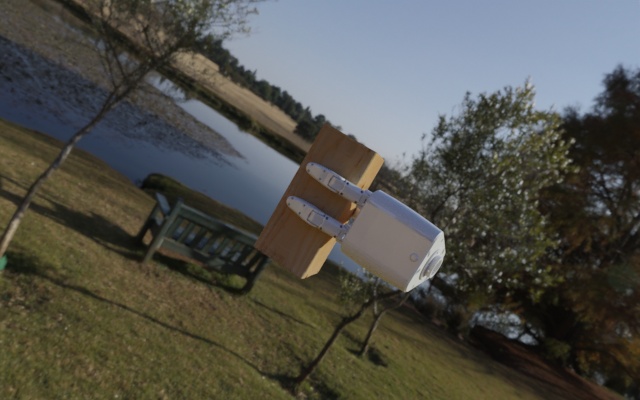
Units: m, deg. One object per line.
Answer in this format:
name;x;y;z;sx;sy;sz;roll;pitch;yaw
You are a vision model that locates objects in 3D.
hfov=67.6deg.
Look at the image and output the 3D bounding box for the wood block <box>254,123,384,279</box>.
wood block;0.001;0.002;0.713;0.090;0.206;0.091;32;6;14
